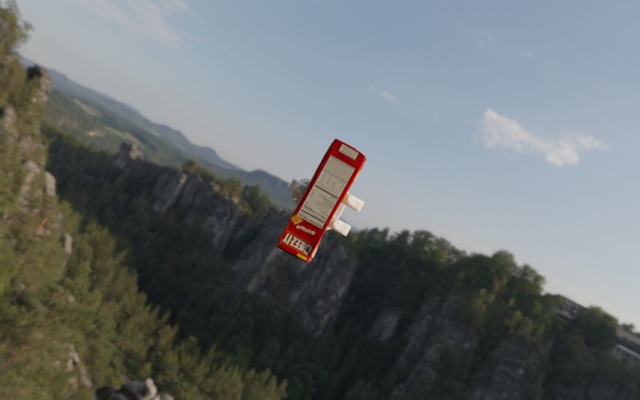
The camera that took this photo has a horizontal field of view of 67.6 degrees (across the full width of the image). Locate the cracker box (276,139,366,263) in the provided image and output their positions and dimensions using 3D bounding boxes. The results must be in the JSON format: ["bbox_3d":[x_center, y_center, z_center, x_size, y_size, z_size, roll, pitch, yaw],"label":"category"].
[{"bbox_3d":[0.000,0.003,0.888,0.072,0.213,0.164,29,-3,-1],"label":"cracker box"}]
